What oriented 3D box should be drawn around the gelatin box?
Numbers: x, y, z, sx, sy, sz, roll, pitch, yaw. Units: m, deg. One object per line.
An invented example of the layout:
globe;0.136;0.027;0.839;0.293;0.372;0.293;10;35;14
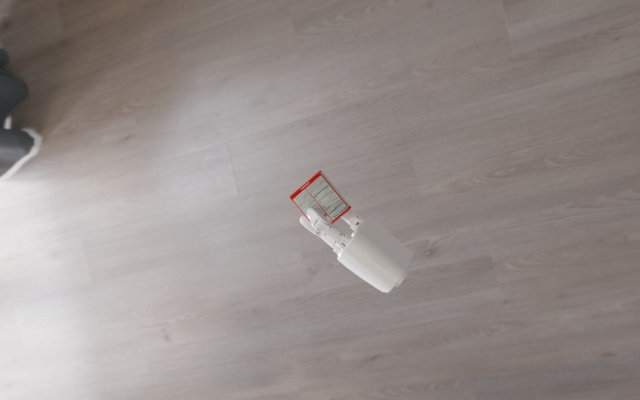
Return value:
gelatin box;0.000;0.003;0.863;0.073;0.089;0.030;-40;0;12
